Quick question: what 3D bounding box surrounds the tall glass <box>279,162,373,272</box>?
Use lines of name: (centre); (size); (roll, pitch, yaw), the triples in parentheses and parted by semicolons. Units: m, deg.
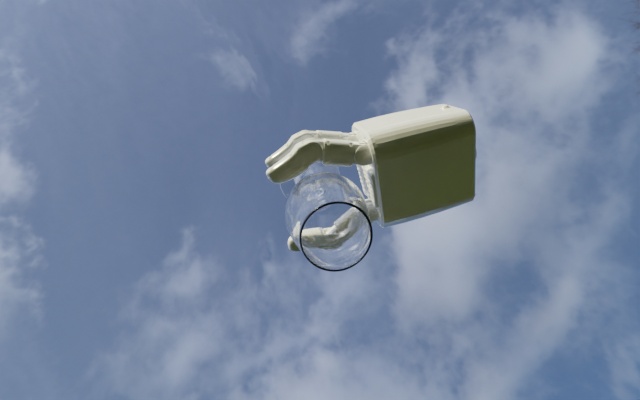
tall glass: (0.000, 0.001, 0.485); (0.079, 0.079, 0.201); (0, 17, -8)
